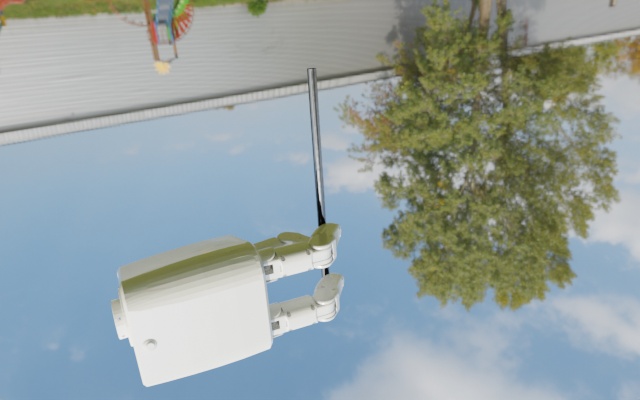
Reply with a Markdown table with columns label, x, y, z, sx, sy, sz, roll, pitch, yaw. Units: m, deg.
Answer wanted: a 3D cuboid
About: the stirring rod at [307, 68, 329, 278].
| label | x | y | z | sx | sy | sz | roll | pitch | yaw |
| --- | --- | --- | --- | --- | --- | --- | --- | --- | --- |
| stirring rod | 0.000 | 0.001 | 0.443 | 0.011 | 0.240 | 0.011 | -3 | 22 | 1 |
